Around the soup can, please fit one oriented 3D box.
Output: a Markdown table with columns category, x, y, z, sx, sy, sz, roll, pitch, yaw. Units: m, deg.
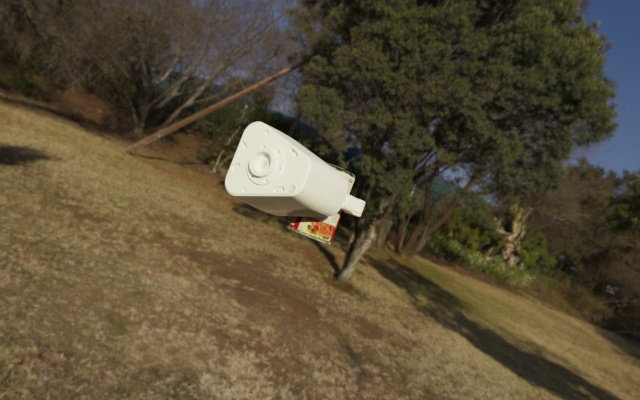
| category | x | y | z | sx | sy | sz | roll | pitch | yaw |
| --- | --- | --- | --- | --- | --- | --- | --- | --- | --- |
| soup can | 0.001 | 0.002 | 0.667 | 0.068 | 0.102 | 0.068 | 21 | -3 | 1 |
